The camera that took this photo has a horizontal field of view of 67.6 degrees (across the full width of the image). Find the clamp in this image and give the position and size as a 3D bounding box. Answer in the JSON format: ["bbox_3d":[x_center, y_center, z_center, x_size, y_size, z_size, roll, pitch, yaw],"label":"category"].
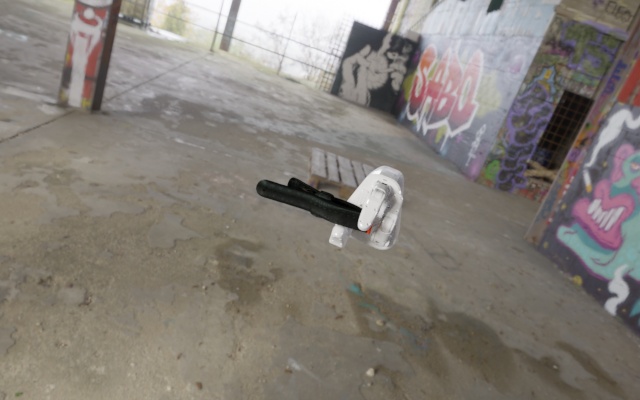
[{"bbox_3d":[0.000,0.002,0.707,0.171,0.039,0.120,23,18,9],"label":"clamp"}]
